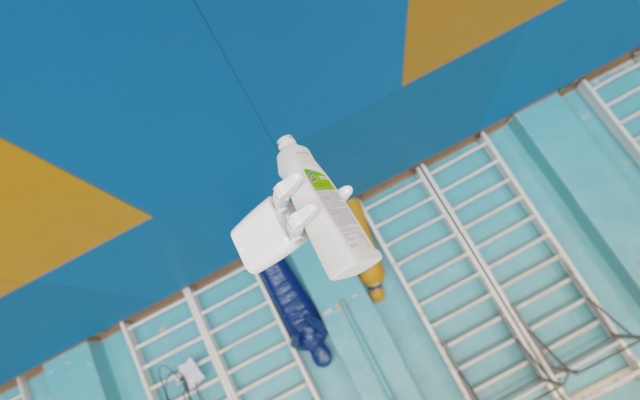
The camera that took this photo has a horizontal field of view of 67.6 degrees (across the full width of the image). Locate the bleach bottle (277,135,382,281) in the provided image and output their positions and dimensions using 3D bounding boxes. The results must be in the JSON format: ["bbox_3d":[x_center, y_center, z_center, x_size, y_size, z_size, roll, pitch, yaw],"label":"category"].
[{"bbox_3d":[0.000,0.003,0.775,0.068,0.250,0.102,-38,-20,28],"label":"bleach bottle"}]
